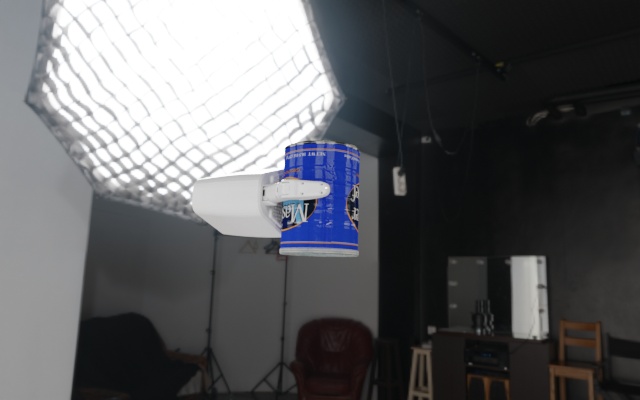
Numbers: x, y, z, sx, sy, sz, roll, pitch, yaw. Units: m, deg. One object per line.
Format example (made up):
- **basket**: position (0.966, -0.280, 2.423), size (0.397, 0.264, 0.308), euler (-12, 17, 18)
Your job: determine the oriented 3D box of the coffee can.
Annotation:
- **coffee can**: position (0.000, 0.002, 0.630), size (0.103, 0.140, 0.103), euler (2, -8, 0)
